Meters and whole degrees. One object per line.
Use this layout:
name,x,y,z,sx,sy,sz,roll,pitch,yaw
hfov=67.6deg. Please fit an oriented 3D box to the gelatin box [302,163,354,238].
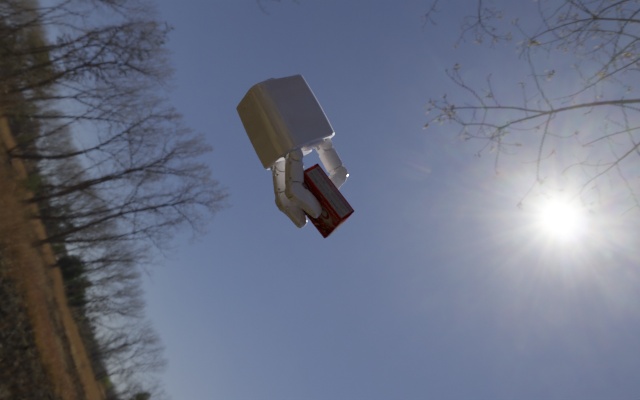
gelatin box,0.001,0.002,0.690,0.030,0.089,0.073,-33,-10,-30
